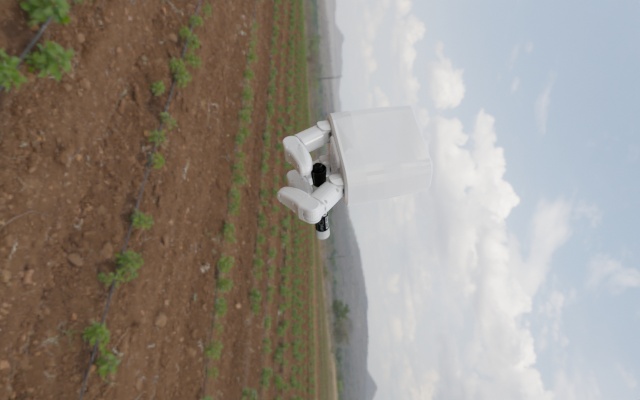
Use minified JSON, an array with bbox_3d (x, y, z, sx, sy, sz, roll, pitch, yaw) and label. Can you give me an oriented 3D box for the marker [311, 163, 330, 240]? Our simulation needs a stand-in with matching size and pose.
[{"bbox_3d":[0.000,0.002,0.580,0.020,0.020,0.121,0,-44,4],"label":"marker"}]
